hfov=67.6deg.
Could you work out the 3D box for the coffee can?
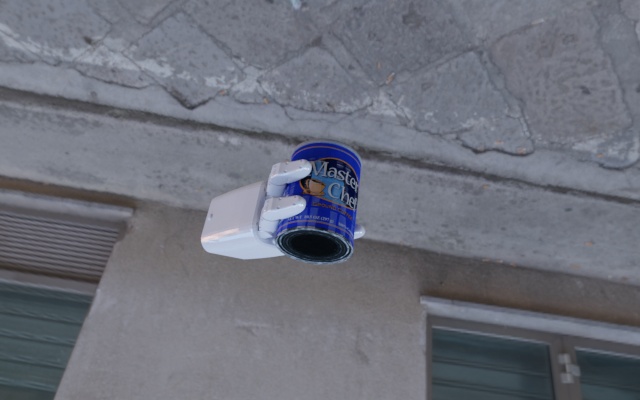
[{"bbox_3d":[0.000,0.002,0.650,0.103,0.140,0.103,6,-31,4],"label":"coffee can"}]
